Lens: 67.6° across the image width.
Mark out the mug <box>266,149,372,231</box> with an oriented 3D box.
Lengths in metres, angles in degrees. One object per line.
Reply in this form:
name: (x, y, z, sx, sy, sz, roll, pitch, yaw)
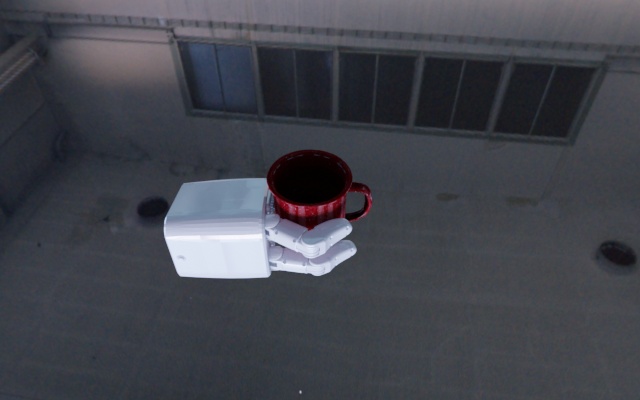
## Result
mug: (0.002, 0.002, 0.545, 0.117, 0.093, 0.082, -1, -45, -1)
